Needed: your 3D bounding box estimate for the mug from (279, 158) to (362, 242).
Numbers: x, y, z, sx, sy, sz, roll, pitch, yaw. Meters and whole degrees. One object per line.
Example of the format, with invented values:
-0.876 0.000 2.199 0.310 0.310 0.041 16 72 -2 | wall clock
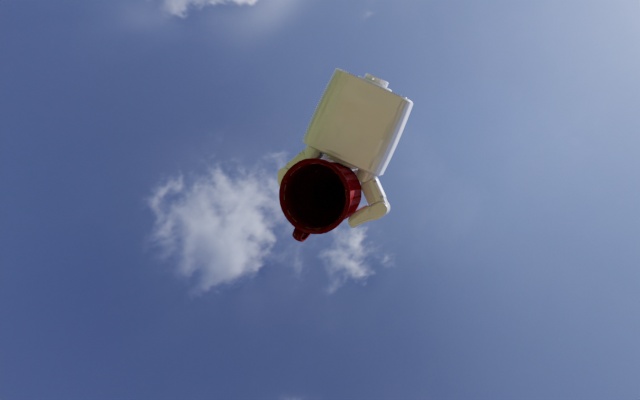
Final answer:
0.000 0.003 0.619 0.093 0.117 0.081 29 14 15 | mug
